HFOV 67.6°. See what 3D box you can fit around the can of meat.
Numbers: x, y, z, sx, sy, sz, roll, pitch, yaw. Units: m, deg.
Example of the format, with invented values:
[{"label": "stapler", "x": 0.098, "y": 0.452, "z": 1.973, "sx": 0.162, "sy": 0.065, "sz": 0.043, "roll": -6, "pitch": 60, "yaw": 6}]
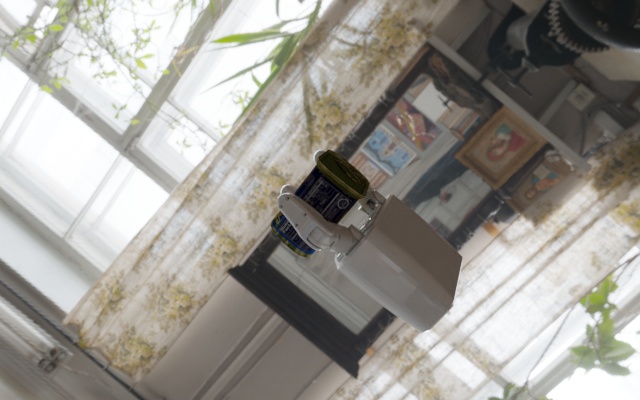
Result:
[{"label": "can of meat", "x": 0.000, "y": 0.002, "z": 0.483, "sx": 0.057, "sy": 0.084, "sz": 0.102, "roll": 39, "pitch": 15, "yaw": -1}]
